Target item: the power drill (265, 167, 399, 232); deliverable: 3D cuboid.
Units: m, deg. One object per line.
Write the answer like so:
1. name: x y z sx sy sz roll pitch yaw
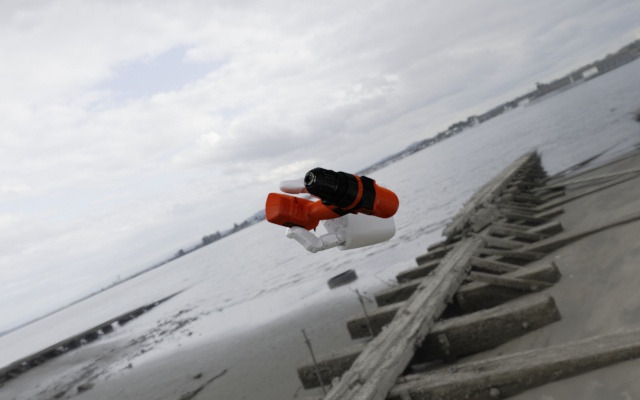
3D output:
1. power drill: 0.000 0.002 0.740 0.187 0.057 0.184 -12 -22 44
